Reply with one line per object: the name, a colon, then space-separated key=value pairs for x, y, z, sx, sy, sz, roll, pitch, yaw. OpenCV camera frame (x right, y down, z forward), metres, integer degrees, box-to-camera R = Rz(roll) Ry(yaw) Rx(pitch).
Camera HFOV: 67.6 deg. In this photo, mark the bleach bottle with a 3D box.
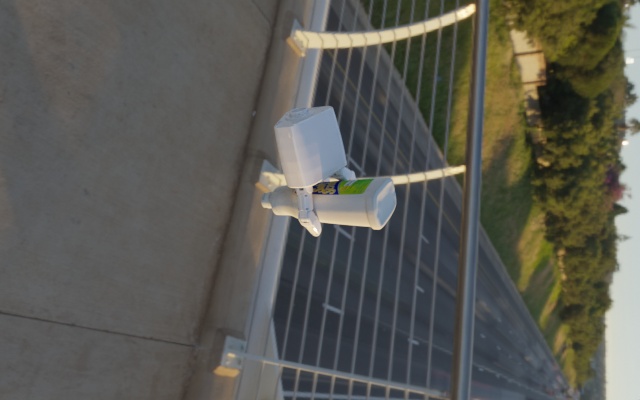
bleach bottle: x=0.000 y=0.003 z=0.848 sx=0.251 sy=0.068 sz=0.102 roll=0 pitch=25 yaw=29
